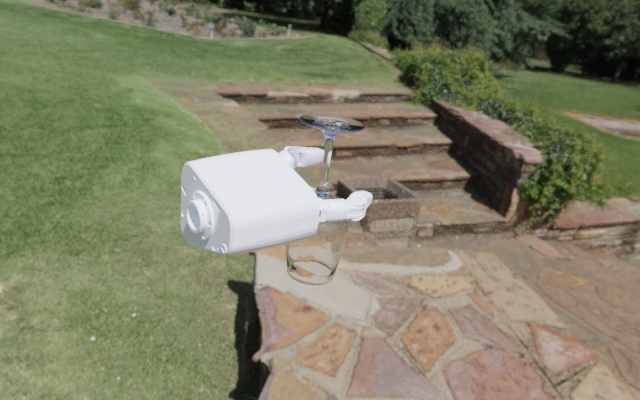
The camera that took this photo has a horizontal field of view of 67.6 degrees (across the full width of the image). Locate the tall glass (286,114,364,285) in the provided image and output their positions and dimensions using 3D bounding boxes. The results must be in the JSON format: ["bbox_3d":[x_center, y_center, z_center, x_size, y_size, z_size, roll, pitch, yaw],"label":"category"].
[{"bbox_3d":[0.000,0.001,0.581,0.079,0.201,0.079,7,22,-3],"label":"tall glass"}]
